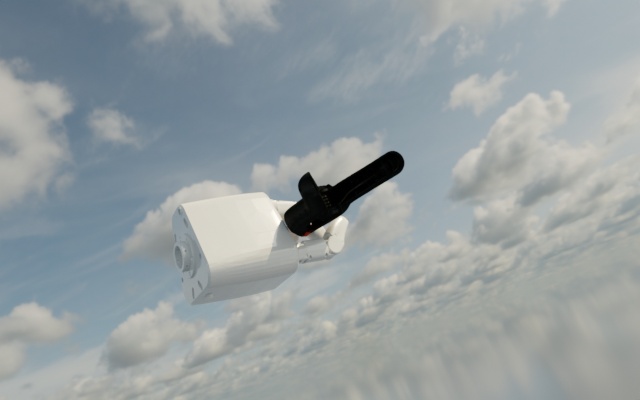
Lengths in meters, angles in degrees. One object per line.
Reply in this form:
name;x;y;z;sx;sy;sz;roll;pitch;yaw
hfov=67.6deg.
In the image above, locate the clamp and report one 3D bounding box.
clamp;0.000;0.001;0.514;0.120;0.039;0.171;-6;-24;-36
